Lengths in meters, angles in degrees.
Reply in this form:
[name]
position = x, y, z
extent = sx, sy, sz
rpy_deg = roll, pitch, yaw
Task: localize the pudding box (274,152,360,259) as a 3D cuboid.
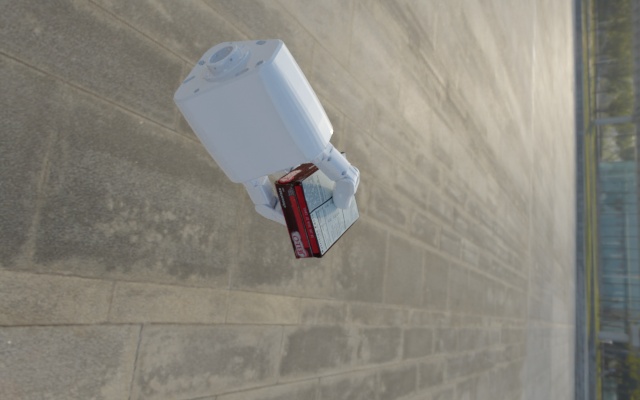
[pudding box]
position = 0.000, 0.002, 0.541
extent = 0.039, 0.090, 0.113
rpy_deg = -3, 20, 31
